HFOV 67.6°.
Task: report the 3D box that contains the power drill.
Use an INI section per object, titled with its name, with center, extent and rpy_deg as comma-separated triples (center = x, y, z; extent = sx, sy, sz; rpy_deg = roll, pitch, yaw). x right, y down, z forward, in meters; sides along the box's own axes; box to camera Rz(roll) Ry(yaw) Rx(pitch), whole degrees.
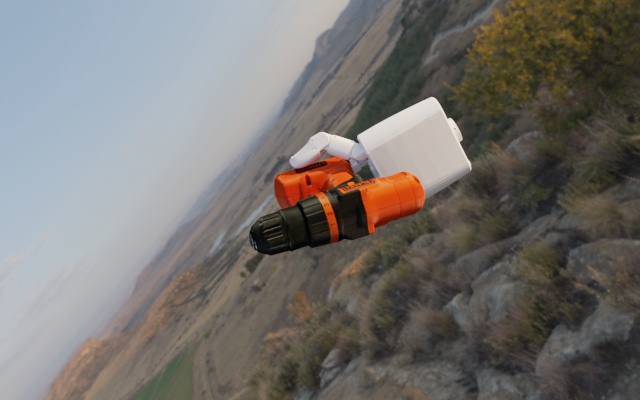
[power drill]
center = 0.000, 0.002, 0.546
extent = 0.184, 0.057, 0.187
rpy_deg = -15, 16, -12
